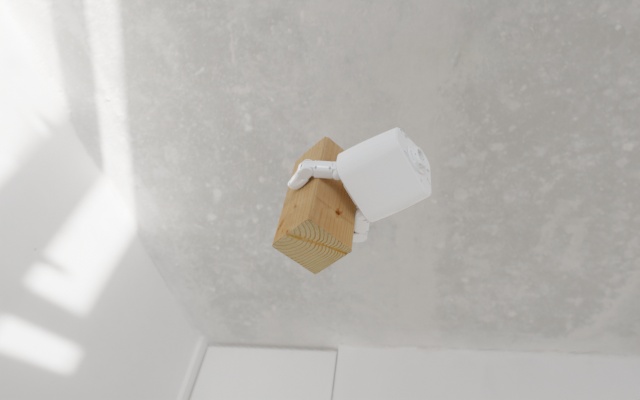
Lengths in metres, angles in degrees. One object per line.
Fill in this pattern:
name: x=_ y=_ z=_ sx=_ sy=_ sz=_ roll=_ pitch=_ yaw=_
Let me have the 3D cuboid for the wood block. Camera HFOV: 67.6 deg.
wood block: x=0.000 y=0.002 z=0.788 sx=0.091 sy=0.206 sz=0.090 roll=37 pitch=-52 yaw=-22
